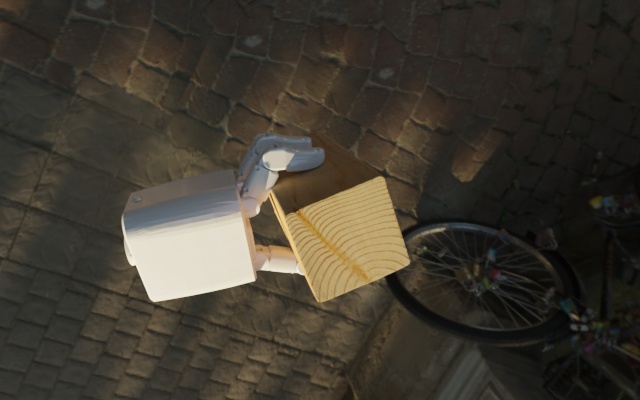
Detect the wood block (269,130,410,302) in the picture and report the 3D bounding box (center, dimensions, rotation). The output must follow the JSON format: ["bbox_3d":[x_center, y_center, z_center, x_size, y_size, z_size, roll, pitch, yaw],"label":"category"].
[{"bbox_3d":[0.000,0.002,0.488,0.090,0.091,0.206,-22,23,-6],"label":"wood block"}]
